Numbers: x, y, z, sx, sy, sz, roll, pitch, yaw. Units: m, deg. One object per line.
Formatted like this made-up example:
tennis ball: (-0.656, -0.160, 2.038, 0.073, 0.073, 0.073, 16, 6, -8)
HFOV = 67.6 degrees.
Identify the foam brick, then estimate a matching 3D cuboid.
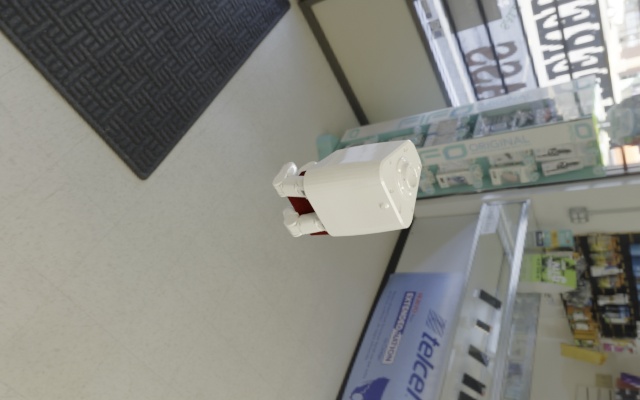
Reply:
foam brick: (0.000, 0.002, 0.647, 0.051, 0.078, 0.053, -7, 36, 35)
